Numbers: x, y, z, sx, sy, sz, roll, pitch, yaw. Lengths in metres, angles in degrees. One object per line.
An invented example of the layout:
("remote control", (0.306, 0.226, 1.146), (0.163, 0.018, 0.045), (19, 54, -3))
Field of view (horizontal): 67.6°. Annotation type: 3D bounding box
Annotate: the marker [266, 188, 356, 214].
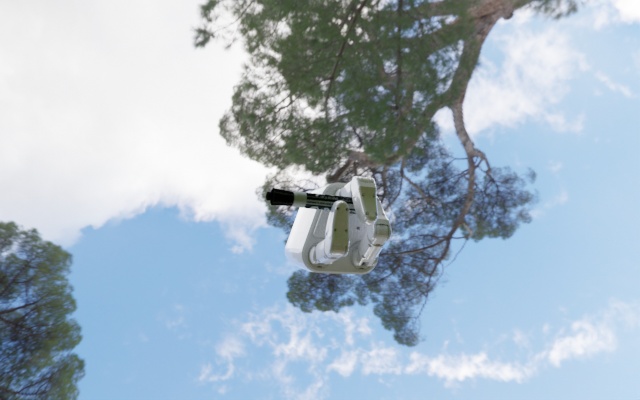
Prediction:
("marker", (0.000, 0.002, 0.524), (0.121, 0.020, 0.020), (6, -2, -18))
